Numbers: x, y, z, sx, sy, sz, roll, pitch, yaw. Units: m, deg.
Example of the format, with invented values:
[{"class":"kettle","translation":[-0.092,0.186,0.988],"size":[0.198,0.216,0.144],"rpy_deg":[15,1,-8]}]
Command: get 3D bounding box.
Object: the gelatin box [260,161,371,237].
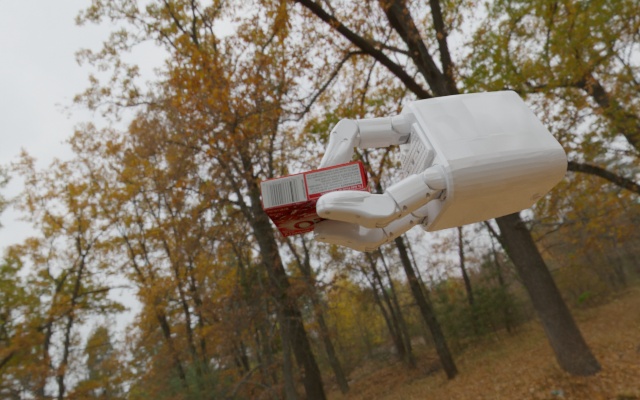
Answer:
[{"class":"gelatin box","translation":[0.000,0.001,0.417],"size":[0.089,0.030,0.073],"rpy_deg":[-11,-23,5]}]
